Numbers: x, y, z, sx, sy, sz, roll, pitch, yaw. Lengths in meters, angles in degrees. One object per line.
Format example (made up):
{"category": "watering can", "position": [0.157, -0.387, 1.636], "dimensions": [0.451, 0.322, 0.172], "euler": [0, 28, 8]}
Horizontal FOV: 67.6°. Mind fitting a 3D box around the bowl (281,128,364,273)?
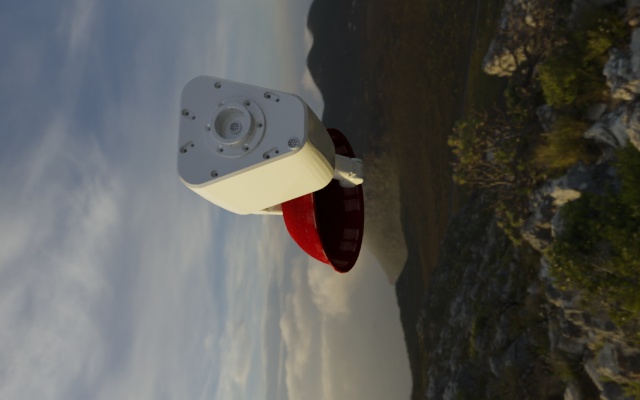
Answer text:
{"category": "bowl", "position": [0.000, 0.002, 0.544], "dimensions": [0.055, 0.162, 0.162], "euler": [-5, -2, 23]}
